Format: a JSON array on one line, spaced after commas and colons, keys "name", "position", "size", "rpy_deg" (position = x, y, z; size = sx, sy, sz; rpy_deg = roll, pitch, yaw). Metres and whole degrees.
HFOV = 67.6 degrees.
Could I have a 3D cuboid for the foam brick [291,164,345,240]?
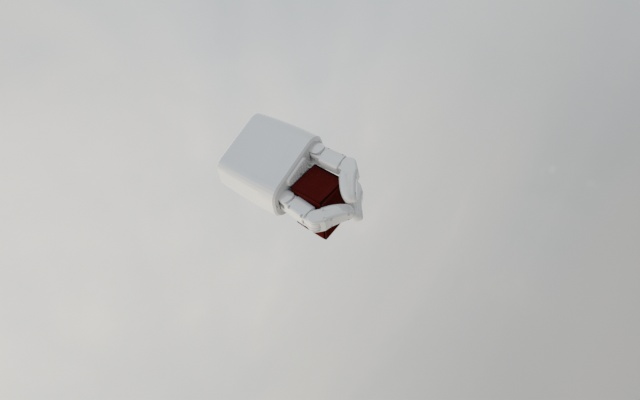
[{"name": "foam brick", "position": [0.000, 0.002, 0.638], "size": [0.051, 0.078, 0.053], "rpy_deg": [28, 58, 26]}]
